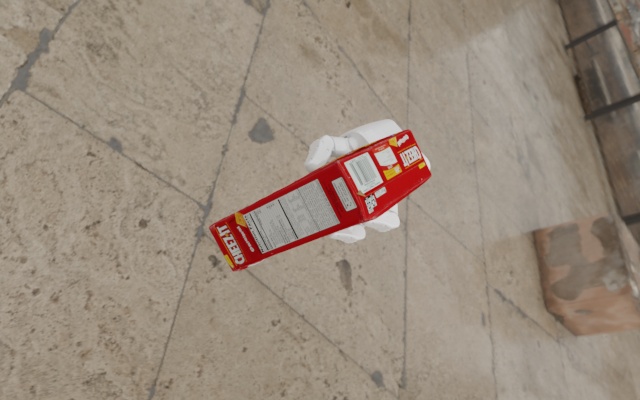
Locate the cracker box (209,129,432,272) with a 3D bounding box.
[{"bbox_3d":[0.000,0.002,0.563,0.214,0.072,0.164,-25,3,39],"label":"cracker box"}]
